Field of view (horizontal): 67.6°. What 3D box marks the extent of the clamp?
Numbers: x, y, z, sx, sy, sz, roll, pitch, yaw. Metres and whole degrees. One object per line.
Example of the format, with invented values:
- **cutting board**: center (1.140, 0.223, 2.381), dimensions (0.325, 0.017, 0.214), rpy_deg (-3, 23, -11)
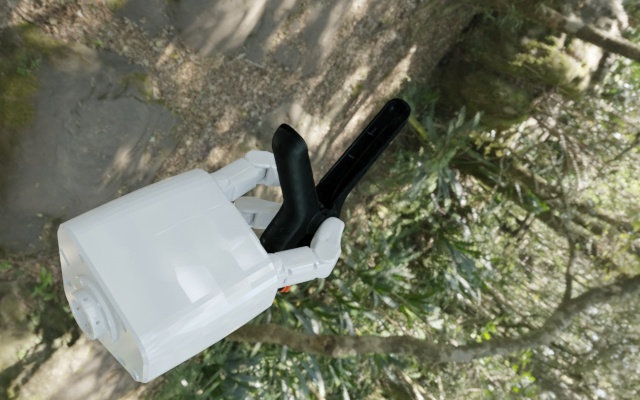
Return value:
- **clamp**: center (0.000, 0.002, 0.425), dimensions (0.036, 0.210, 0.164), rpy_deg (42, 44, 22)
